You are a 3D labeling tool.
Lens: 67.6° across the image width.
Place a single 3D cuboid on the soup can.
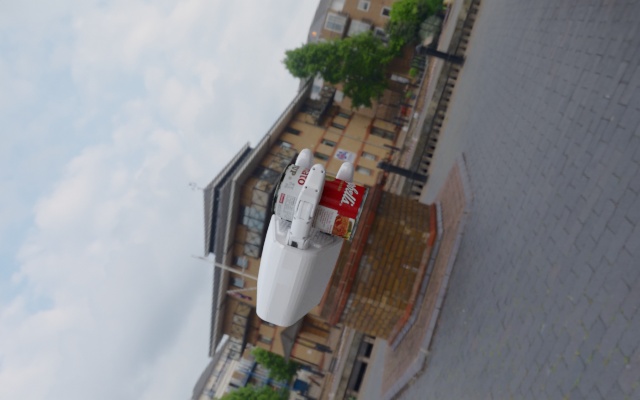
[{"bbox_3d":[0.000,0.001,0.579,0.102,0.068,0.068,18,2,5],"label":"soup can"}]
